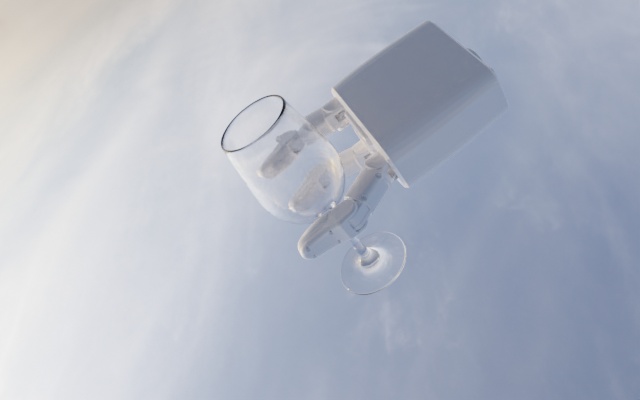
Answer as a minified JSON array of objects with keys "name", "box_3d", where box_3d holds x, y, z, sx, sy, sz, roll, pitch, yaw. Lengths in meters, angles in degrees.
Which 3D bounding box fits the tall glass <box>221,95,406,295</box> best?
[{"name":"tall glass","box_3d":[0.000,0.002,0.423,0.079,0.079,0.201,0,-38,42]}]
